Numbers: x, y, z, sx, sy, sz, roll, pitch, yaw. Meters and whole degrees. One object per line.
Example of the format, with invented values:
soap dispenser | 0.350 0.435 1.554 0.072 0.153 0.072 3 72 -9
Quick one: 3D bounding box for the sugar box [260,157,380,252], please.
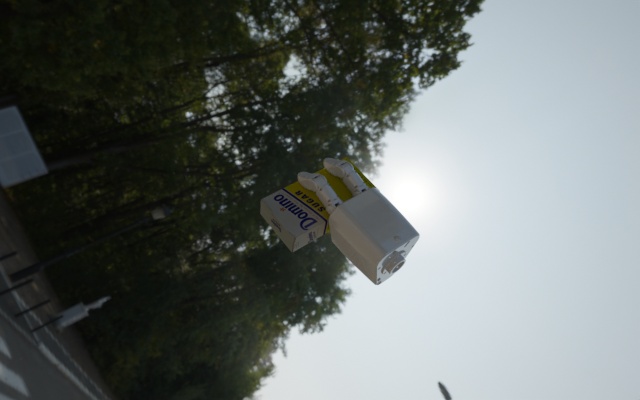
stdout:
sugar box | 0.000 0.002 0.776 0.176 0.093 0.048 -27 -30 -29
